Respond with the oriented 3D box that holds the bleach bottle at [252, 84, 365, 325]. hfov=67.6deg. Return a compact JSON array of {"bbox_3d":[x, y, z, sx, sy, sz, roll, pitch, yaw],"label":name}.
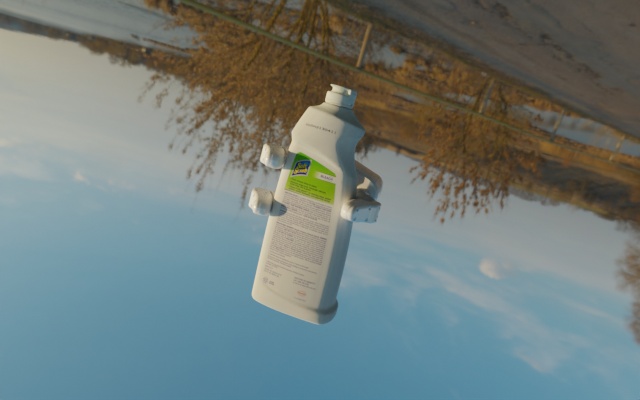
[{"bbox_3d":[0.000,0.002,0.527,0.102,0.251,0.068,18,11,11],"label":"bleach bottle"}]
